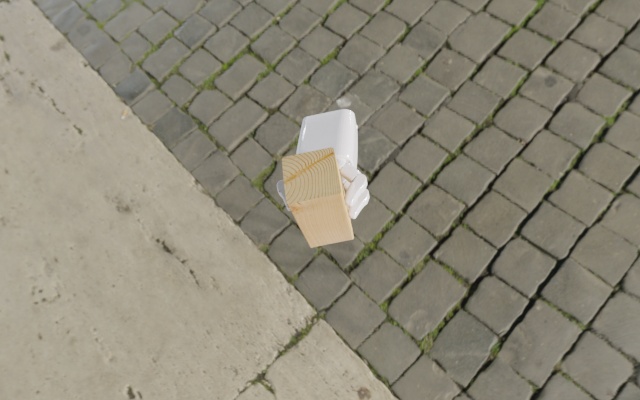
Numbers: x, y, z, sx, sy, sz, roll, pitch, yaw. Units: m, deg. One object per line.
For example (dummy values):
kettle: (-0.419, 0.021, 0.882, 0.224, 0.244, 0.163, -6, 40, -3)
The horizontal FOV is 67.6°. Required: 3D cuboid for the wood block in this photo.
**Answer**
wood block: (0.000, 0.002, 0.856, 0.091, 0.090, 0.206, -11, -27, 5)
